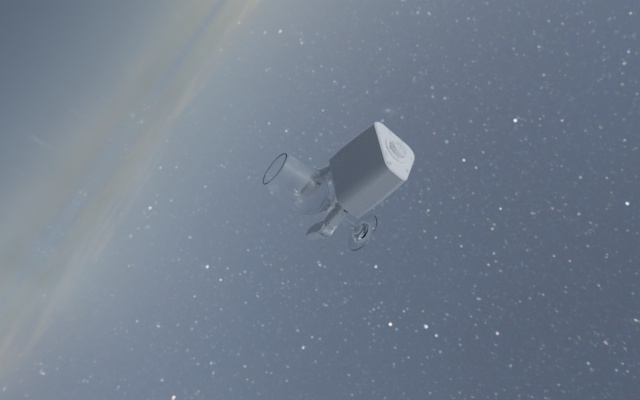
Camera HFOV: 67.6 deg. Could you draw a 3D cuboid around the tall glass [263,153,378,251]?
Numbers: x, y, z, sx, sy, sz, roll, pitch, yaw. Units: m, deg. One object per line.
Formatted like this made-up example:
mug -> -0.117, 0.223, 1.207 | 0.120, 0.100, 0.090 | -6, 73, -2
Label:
tall glass -> 0.001, 0.003, 0.805 | 0.201, 0.079, 0.079 | 36, -15, -22
